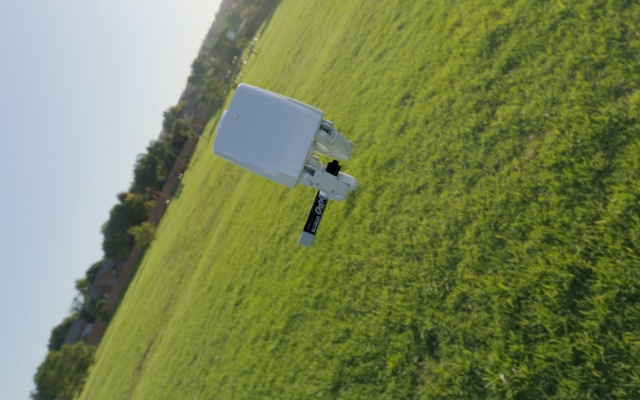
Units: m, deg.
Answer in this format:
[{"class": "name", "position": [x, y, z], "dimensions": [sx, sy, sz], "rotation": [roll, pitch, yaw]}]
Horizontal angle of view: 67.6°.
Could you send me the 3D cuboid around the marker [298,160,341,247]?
[{"class": "marker", "position": [0.000, 0.002, 0.630], "dimensions": [0.020, 0.121, 0.020], "rotation": [20, -11, 4]}]
